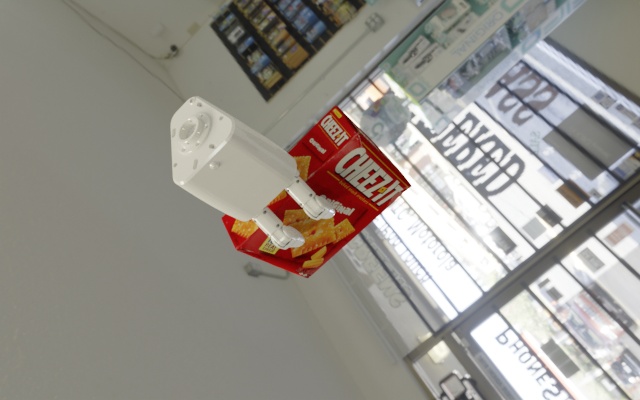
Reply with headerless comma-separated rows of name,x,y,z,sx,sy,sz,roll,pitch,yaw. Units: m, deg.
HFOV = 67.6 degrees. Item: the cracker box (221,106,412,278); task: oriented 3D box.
cracker box,0.000,0.002,0.653,0.164,0.214,0.072,34,18,-50
